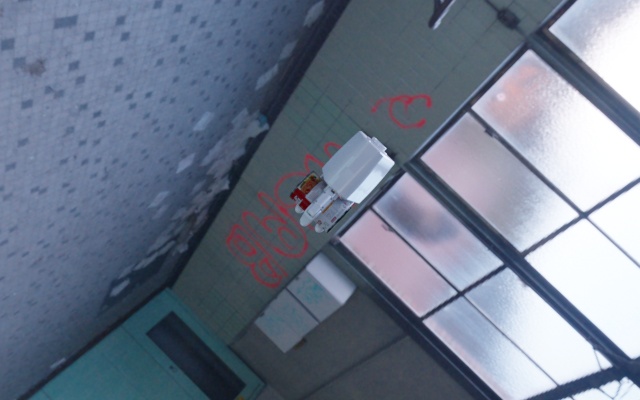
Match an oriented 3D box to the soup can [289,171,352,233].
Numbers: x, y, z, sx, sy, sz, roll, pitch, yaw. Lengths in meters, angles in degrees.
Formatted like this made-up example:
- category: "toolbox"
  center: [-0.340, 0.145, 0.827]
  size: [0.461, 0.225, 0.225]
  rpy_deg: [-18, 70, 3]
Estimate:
- category: "soup can"
  center: [0.000, 0.004, 0.898]
  size: [0.102, 0.068, 0.068]
  rpy_deg: [44, 3, 3]
